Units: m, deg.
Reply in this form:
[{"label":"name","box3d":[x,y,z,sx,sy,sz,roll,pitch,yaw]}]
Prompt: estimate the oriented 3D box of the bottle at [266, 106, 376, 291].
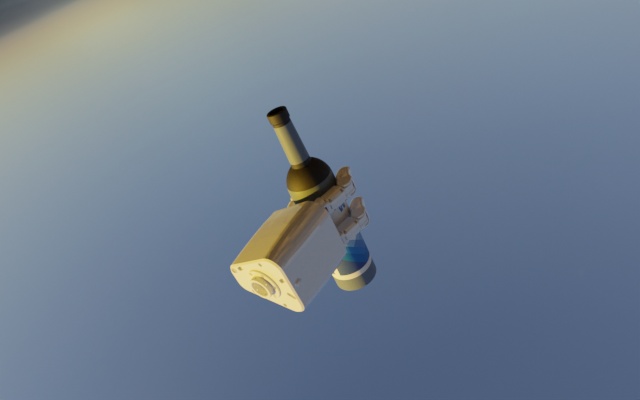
[{"label":"bottle","box3d":[0.000,0.002,0.673,0.069,0.296,0.069,-19,31,12]}]
